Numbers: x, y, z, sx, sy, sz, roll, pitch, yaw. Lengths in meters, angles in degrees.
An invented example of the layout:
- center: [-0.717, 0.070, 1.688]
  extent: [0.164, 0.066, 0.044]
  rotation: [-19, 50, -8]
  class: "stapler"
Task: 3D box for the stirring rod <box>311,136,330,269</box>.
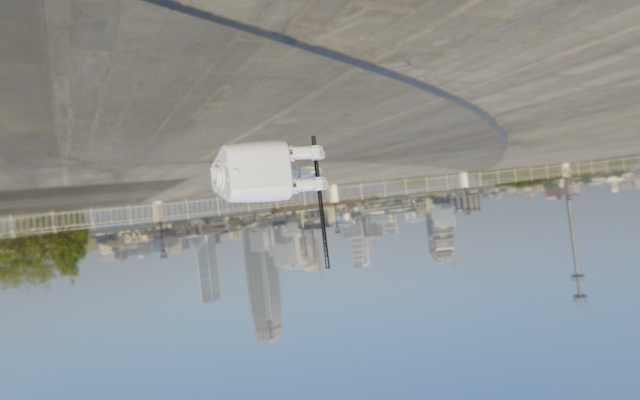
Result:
- center: [0.000, 0.003, 0.860]
  extent: [0.011, 0.239, 0.011]
  rotation: [-6, -1, 0]
  class: "stirring rod"
